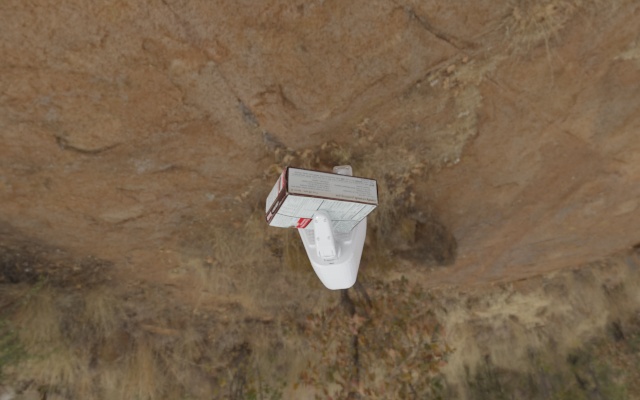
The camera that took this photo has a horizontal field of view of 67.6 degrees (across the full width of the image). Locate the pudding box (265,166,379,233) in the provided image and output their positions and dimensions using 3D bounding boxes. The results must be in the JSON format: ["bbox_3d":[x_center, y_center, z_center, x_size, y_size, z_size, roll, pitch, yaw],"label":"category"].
[{"bbox_3d":[0.000,0.002,0.562,0.113,0.039,0.090,6,-28,-20],"label":"pudding box"}]
